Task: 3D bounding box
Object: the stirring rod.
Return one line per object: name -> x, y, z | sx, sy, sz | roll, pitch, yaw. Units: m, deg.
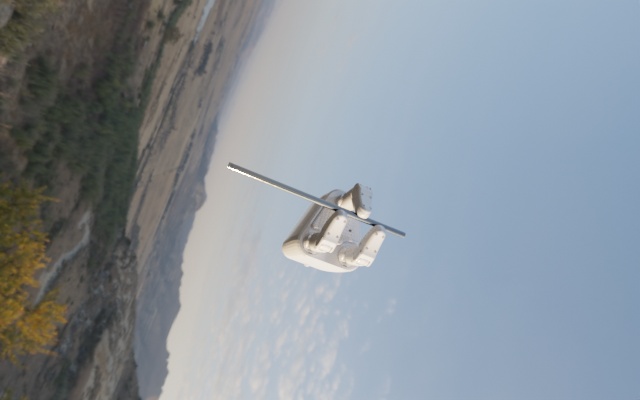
stirring rod -> 0.000, 0.002, 0.589 | 0.239, 0.011, 0.011 | 22, -6, -15
